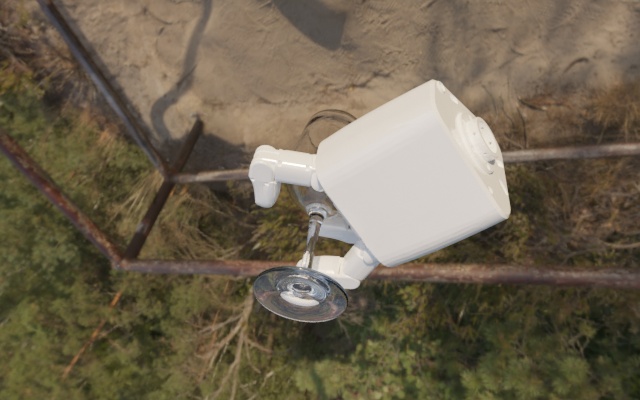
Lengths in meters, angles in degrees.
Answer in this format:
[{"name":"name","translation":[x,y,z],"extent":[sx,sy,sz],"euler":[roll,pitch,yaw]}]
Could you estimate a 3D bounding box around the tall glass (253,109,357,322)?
[{"name":"tall glass","translation":[0.000,0.002,0.429],"extent":[0.079,0.200,0.079],"euler":[6,-43,6]}]
